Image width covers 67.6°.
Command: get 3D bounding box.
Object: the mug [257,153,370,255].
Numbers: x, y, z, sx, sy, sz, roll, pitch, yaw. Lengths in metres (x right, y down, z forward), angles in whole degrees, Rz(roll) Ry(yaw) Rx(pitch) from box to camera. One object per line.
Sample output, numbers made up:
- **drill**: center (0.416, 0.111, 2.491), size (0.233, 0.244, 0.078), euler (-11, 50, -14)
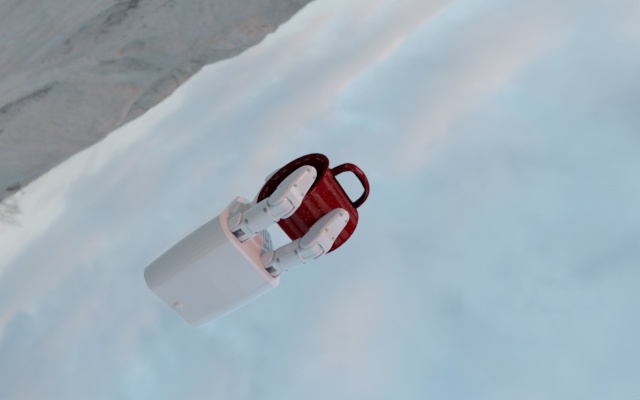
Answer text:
- **mug**: center (0.001, 0.001, 0.530), size (0.117, 0.081, 0.093), euler (-30, 30, 12)
